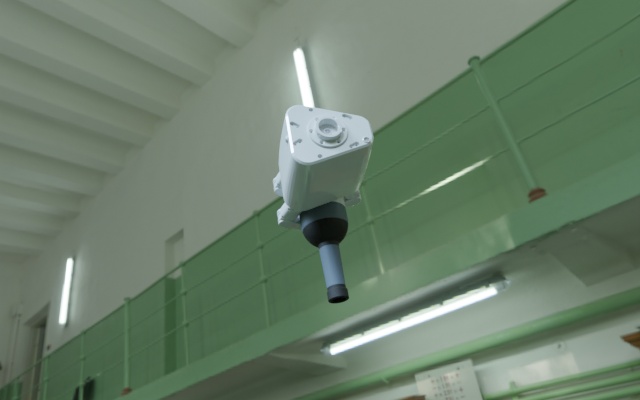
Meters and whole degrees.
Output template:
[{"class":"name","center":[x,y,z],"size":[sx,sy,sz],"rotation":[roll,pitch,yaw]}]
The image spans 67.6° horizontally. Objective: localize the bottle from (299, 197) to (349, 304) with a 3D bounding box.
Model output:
[{"class":"bottle","center":[0.000,0.002,0.686],"size":[0.069,0.295,0.069],"rotation":[-8,-29,-5]}]
